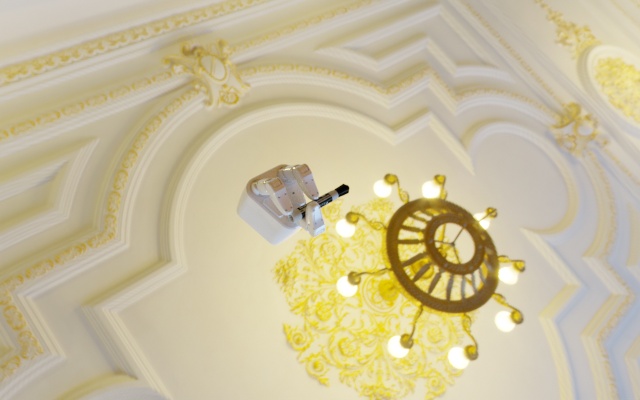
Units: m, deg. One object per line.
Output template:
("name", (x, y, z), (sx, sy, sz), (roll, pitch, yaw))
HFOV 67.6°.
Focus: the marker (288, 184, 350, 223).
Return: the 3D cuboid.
("marker", (0.000, 0.003, 0.773), (0.121, 0.020, 0.020), (-28, 15, -30))
